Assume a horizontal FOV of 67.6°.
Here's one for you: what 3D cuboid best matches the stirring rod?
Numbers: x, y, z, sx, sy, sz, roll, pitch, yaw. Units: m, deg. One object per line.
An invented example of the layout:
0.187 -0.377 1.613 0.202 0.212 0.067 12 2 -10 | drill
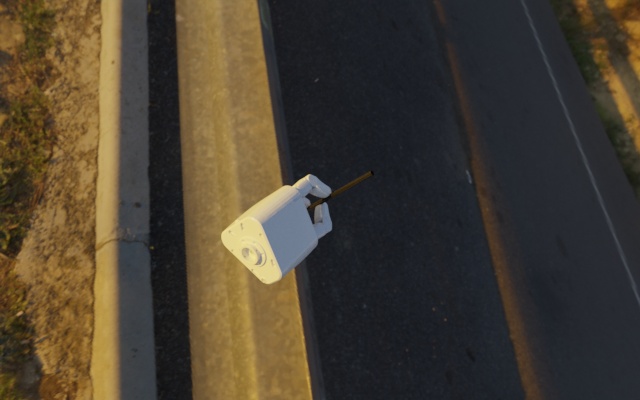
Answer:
0.000 0.003 0.823 0.011 0.011 0.239 0 -22 -47 | stirring rod
